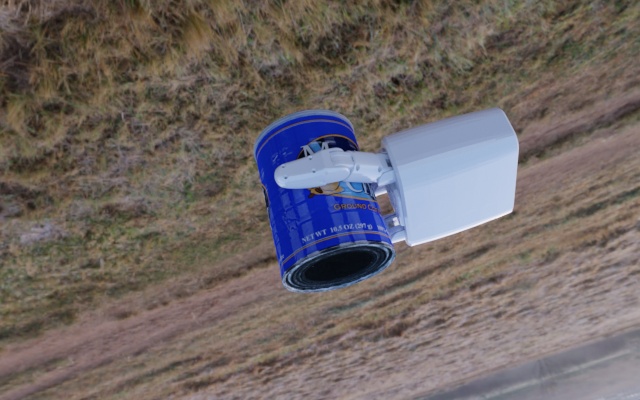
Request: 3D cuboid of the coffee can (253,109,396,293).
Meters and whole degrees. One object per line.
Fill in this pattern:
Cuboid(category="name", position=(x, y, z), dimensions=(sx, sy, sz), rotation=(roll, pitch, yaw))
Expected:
Cuboid(category="coffee can", position=(0.000, 0.001, 0.446), dimensions=(0.103, 0.140, 0.103), rotation=(-12, -28, -7))
